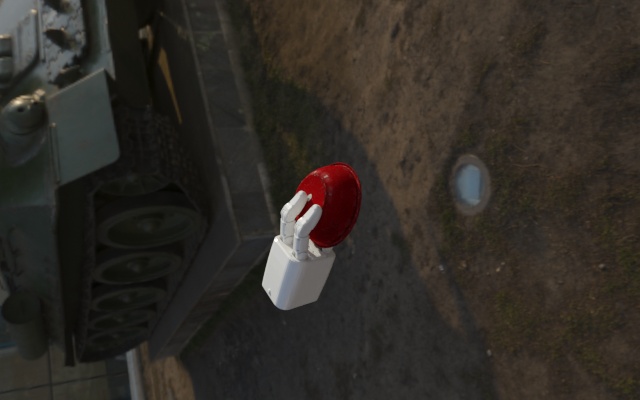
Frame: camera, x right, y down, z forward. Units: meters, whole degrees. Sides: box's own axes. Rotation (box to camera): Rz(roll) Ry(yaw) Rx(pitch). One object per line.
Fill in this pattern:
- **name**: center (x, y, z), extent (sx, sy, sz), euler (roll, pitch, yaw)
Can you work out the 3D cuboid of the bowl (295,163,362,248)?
- **bowl**: center (0.000, 0.001, 0.867), extent (0.055, 0.162, 0.162), euler (16, -10, -37)
